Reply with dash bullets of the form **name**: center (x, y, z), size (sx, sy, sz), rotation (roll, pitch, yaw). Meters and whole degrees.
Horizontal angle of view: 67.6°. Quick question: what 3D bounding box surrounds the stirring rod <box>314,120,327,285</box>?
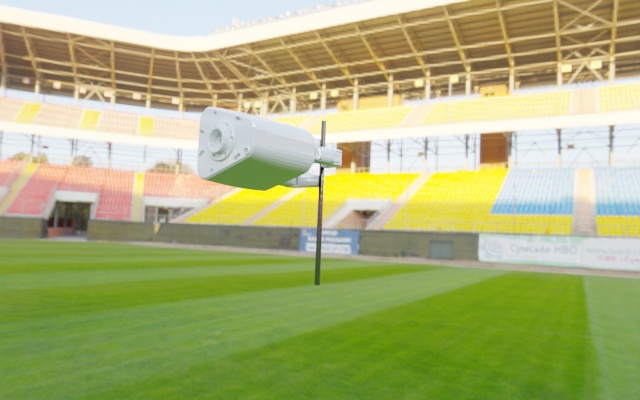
- **stirring rod**: center (0.000, 0.002, 0.697), size (0.011, 0.239, 0.011), rotation (2, -4, 0)
